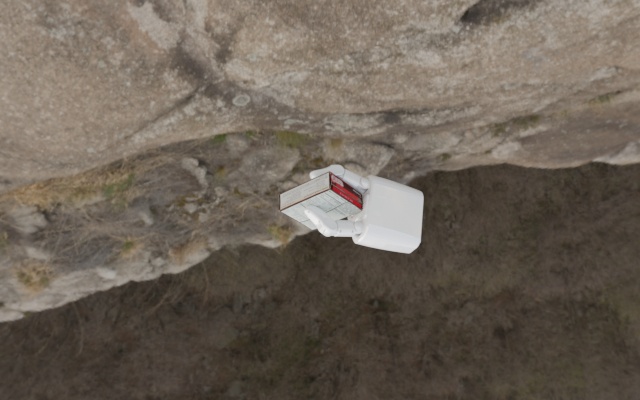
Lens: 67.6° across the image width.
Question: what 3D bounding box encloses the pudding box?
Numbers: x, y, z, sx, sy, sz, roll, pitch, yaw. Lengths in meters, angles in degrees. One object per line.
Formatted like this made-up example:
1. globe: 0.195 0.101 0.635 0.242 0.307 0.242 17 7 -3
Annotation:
1. pudding box: 0.000 0.003 0.792 0.113 0.039 0.090 -24 -39 31
